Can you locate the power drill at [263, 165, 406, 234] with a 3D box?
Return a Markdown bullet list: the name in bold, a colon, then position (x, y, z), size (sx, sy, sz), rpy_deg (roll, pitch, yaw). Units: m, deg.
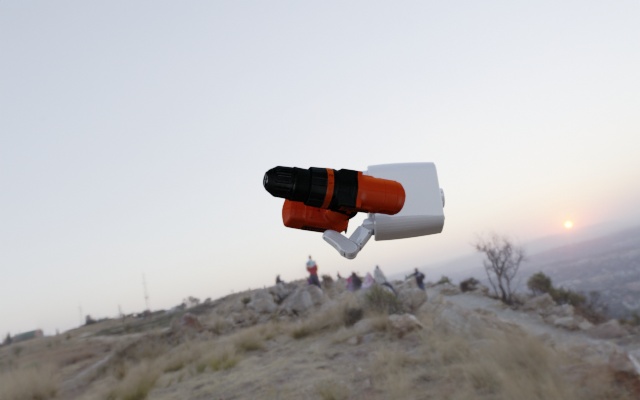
- **power drill**: position (0.000, 0.002, 0.664), size (0.184, 0.057, 0.188), rpy_deg (9, -14, -14)
